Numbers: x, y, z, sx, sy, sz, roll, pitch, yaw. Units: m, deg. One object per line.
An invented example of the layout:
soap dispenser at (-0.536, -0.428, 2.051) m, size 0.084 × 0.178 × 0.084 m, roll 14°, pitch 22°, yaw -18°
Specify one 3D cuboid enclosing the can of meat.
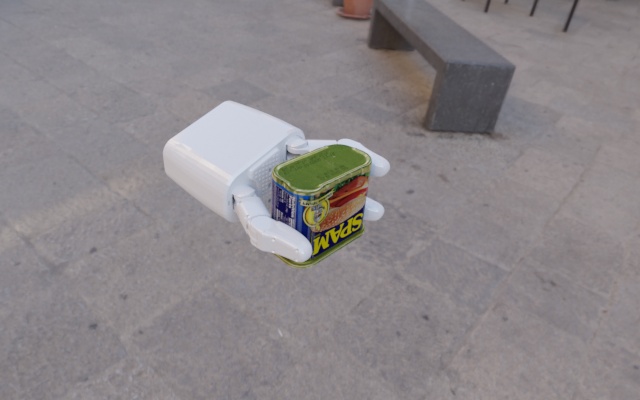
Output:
can of meat at (0.000, 0.001, 0.448) m, size 0.102 × 0.084 × 0.057 m, roll -27°, pitch 45°, yaw -38°
